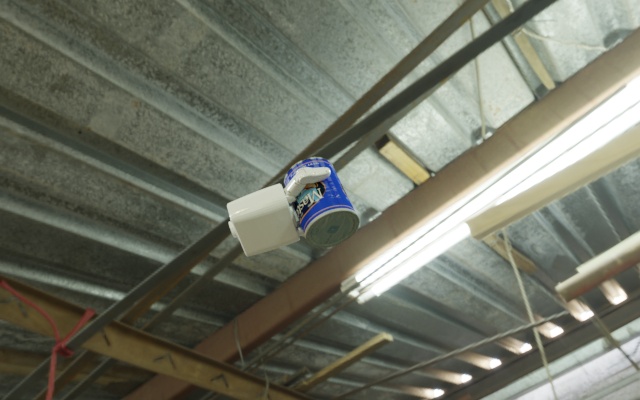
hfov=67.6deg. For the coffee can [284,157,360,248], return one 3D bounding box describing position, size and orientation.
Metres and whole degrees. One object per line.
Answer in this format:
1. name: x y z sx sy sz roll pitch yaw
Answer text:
1. coffee can: 0.000 0.003 0.890 0.103 0.140 0.103 -14 -39 -12
